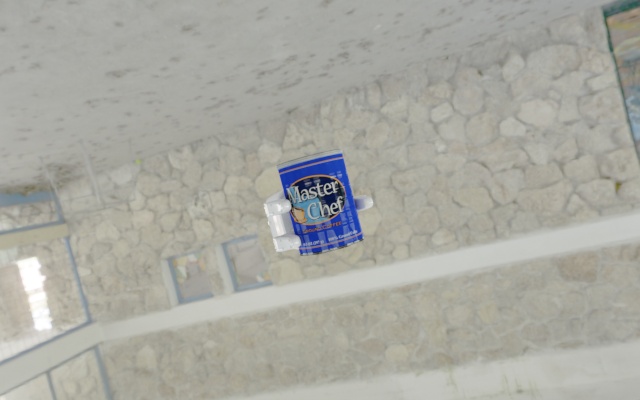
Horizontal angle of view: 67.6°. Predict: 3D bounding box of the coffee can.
[{"bbox_3d":[0.000,0.002,0.723,0.103,0.140,0.103,-15,2,1],"label":"coffee can"}]
